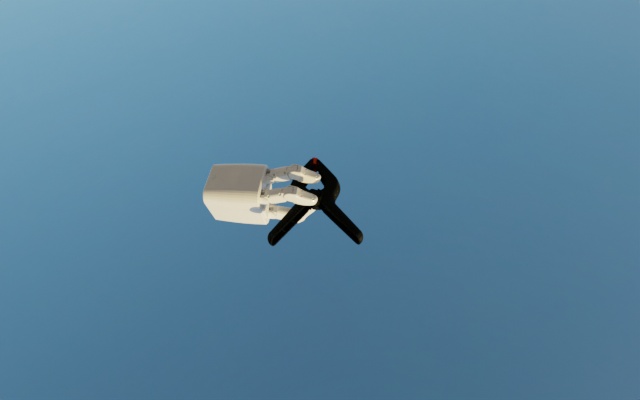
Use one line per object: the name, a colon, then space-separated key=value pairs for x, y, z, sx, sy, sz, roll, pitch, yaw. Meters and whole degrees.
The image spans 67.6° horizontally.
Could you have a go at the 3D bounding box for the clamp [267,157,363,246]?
clamp: x=0.000 y=0.003 z=0.881 sx=0.164 sy=0.209 sz=0.036 roll=5 pitch=-42 yaw=4
